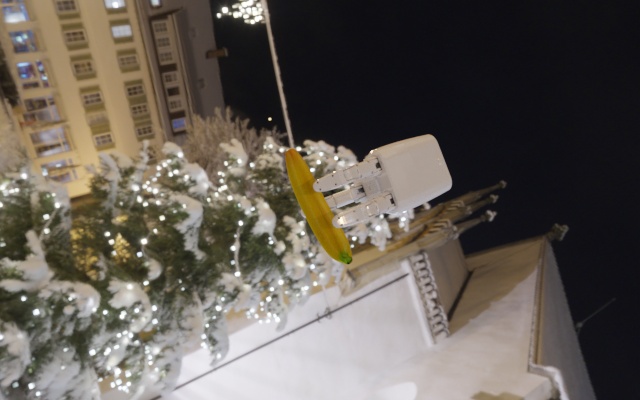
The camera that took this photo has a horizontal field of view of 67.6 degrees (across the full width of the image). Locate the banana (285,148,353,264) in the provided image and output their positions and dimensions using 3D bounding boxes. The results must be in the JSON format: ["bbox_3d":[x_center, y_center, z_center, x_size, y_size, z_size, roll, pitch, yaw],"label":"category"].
[{"bbox_3d":[-0.001,0.014,0.687,0.037,0.197,0.070,-21,-26,-19],"label":"banana"}]
